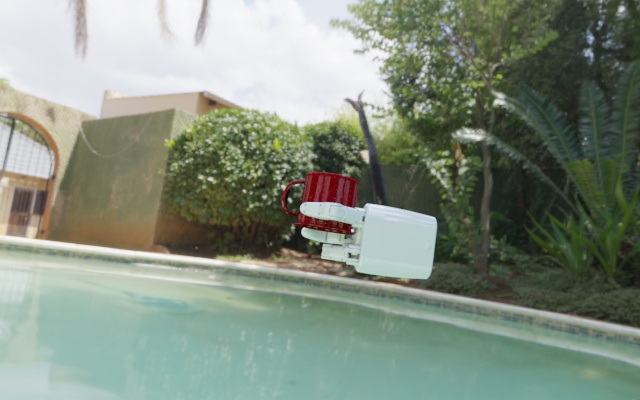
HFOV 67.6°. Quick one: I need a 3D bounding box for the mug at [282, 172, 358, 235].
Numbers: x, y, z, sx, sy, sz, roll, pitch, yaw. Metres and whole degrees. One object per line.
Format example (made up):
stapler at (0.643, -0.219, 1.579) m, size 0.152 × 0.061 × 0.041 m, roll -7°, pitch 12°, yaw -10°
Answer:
mug at (-0.001, 0.002, 0.723) m, size 0.117 × 0.081 × 0.093 m, roll 10°, pitch -7°, yaw -5°
